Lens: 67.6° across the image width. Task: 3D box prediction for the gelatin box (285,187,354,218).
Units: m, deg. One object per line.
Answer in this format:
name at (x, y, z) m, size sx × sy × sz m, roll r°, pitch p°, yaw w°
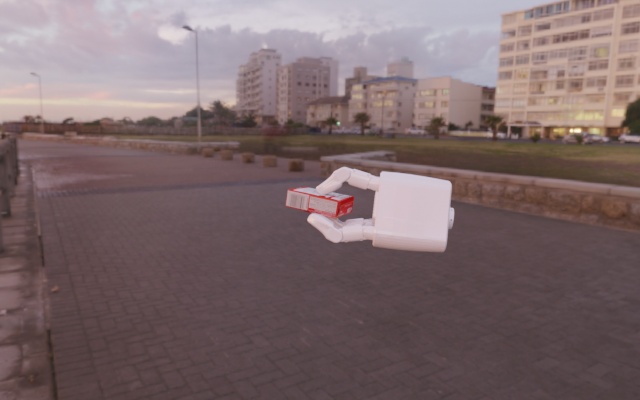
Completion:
gelatin box at (0.000, 0.002, 0.752) m, size 0.089 × 0.030 × 0.073 m, roll 13°, pitch 10°, yaw 19°
